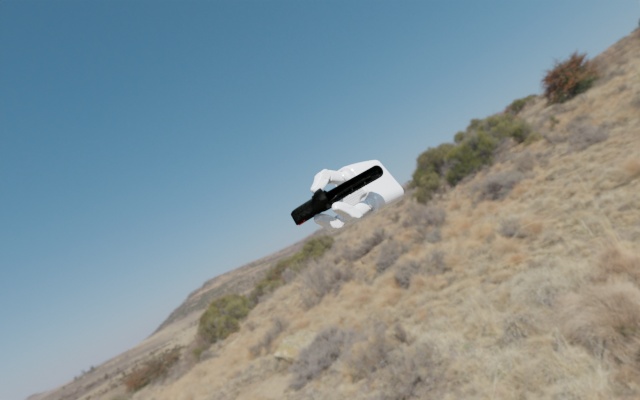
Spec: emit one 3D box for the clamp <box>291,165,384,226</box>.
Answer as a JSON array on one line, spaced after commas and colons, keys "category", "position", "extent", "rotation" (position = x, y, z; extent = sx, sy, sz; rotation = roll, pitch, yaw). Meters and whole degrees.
[{"category": "clamp", "position": [0.000, 0.002, 0.884], "extent": [0.164, 0.036, 0.210], "rotation": [-21, -8, -47]}]
